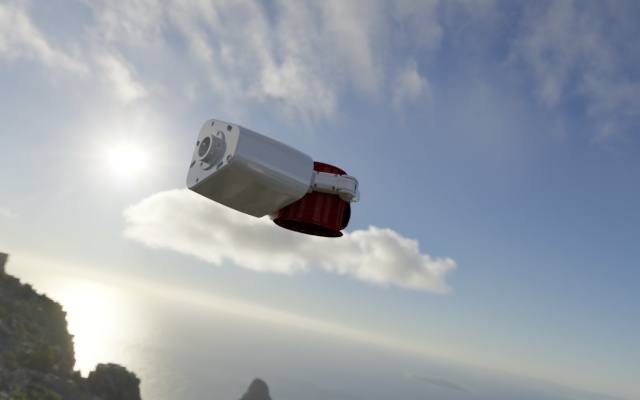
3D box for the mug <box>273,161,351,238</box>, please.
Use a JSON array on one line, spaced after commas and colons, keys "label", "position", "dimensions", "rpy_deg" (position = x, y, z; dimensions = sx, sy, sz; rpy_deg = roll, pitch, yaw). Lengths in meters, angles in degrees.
[{"label": "mug", "position": [0.001, 0.002, 0.633], "dimensions": [0.117, 0.081, 0.093], "rpy_deg": [23, -17, -40]}]
